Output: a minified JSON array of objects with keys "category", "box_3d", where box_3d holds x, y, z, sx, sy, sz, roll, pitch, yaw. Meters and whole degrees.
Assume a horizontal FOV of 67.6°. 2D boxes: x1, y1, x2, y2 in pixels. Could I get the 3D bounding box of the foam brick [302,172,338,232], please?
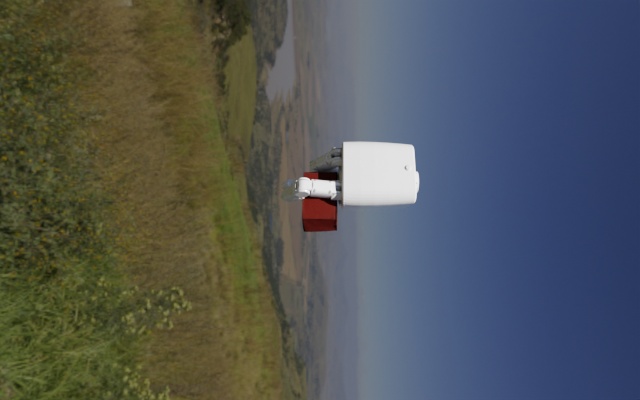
[{"category":"foam brick","box_3d":[0.000,0.003,0.714,0.051,0.078,0.053,1,-22,2]}]
